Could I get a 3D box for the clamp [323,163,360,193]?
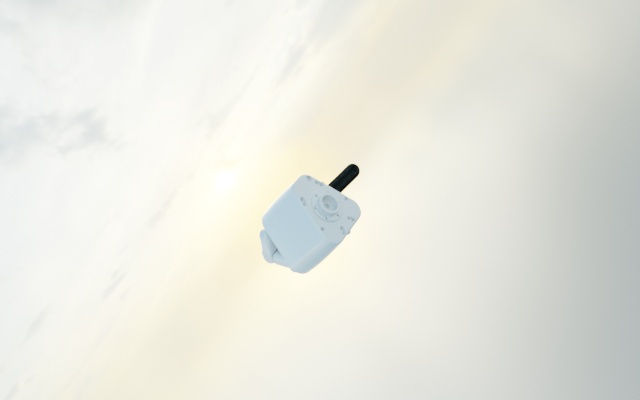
[{"bbox_3d":[0.000,0.002,0.810,0.120,0.039,0.171,-41,11,49],"label":"clamp"}]
